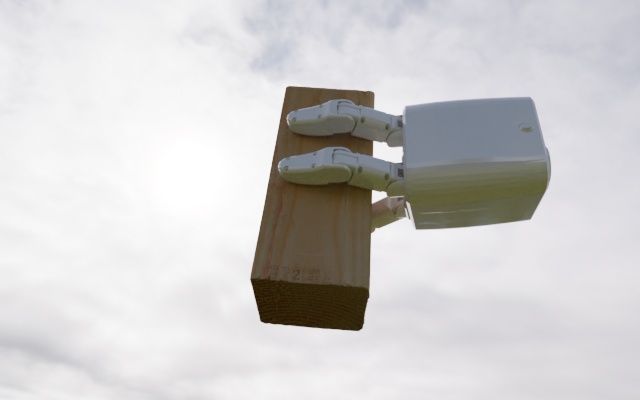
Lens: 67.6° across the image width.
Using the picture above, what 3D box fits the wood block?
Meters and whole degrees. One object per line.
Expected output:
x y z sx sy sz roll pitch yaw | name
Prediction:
0.000 0.002 0.435 0.090 0.206 0.091 4 -36 3 | wood block
